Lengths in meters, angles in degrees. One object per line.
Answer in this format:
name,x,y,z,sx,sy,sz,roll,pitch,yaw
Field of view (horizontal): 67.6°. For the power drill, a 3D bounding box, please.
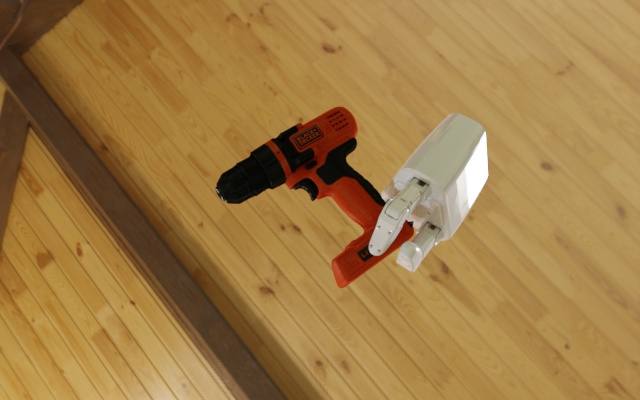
power drill,0.001,0.002,0.541,0.184,0.187,0.057,-32,-10,-13
